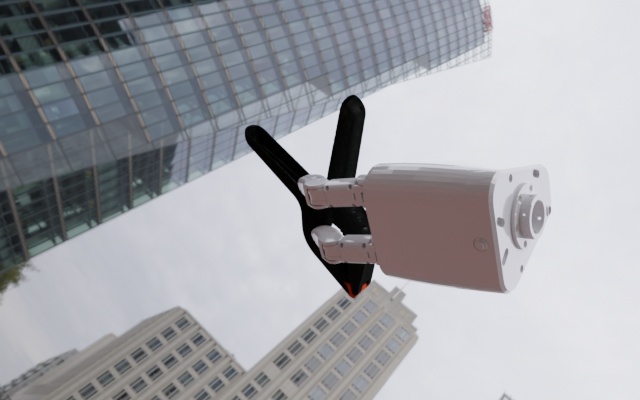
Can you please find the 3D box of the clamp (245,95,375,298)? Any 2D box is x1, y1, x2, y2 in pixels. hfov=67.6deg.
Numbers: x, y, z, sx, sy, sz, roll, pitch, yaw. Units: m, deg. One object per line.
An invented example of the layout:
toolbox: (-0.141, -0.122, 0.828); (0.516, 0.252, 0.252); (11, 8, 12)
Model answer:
clamp: (0.001, 0.002, 0.494); (0.164, 0.210, 0.036); (5, 28, 45)
